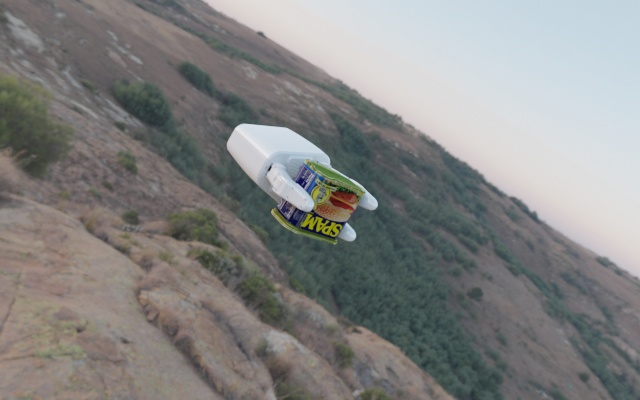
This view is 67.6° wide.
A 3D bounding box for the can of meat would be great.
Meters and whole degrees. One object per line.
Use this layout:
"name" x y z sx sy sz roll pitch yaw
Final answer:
"can of meat" 0.000 0.002 0.629 0.102 0.084 0.057 21 15 -44
